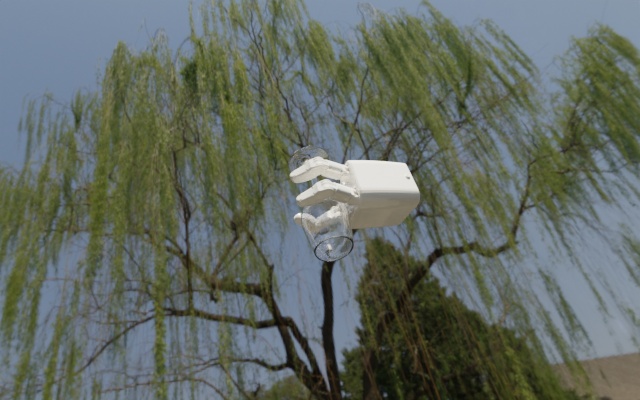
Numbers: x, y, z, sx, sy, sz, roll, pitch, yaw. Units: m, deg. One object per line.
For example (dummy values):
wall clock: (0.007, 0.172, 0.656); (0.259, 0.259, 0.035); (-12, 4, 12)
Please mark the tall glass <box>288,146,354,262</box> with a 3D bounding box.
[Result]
tall glass: (0.000, 0.002, 0.787); (0.079, 0.200, 0.079); (-9, -42, -8)
